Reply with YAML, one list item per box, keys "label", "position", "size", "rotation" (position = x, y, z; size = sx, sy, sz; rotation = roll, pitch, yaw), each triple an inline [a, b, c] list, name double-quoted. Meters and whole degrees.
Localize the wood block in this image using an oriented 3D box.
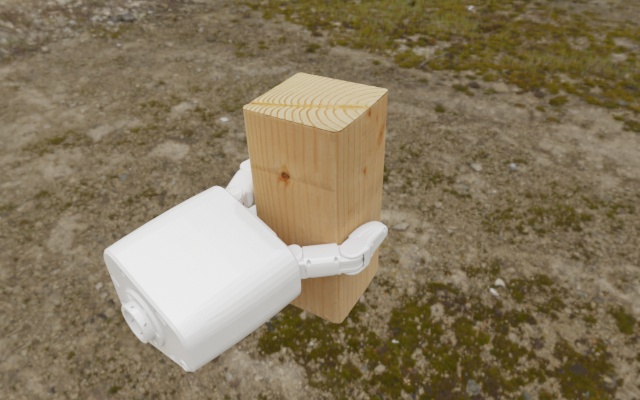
- label: "wood block"
  position: [0.000, 0.002, 0.445]
  size: [0.091, 0.206, 0.090]
  rotation: [18, 40, 25]
